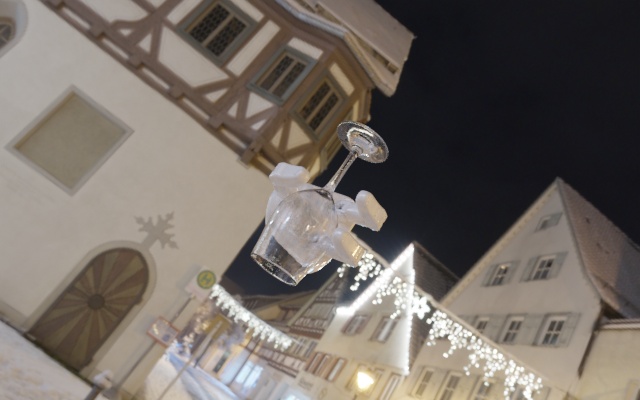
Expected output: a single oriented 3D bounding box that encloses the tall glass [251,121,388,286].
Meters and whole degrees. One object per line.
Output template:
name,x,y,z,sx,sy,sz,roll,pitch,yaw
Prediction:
tall glass,0.000,0.001,0.569,0.079,0.201,0.079,30,-22,13
